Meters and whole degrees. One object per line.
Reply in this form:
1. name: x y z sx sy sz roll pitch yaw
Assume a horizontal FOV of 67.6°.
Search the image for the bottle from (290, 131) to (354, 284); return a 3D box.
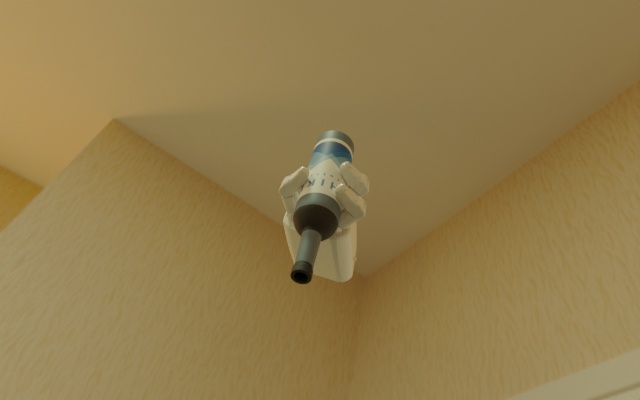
1. bottle: 0.000 0.002 0.707 0.069 0.069 0.295 0 40 13
